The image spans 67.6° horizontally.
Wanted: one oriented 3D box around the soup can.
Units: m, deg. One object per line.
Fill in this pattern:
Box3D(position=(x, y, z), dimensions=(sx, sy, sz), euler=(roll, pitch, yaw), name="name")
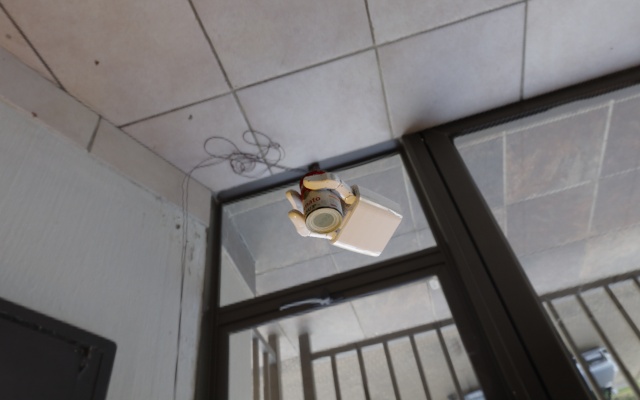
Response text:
Box3D(position=(0.000, 0.003, 0.853), dimensions=(0.068, 0.069, 0.102), euler=(0, 42, -10), name="soup can")
